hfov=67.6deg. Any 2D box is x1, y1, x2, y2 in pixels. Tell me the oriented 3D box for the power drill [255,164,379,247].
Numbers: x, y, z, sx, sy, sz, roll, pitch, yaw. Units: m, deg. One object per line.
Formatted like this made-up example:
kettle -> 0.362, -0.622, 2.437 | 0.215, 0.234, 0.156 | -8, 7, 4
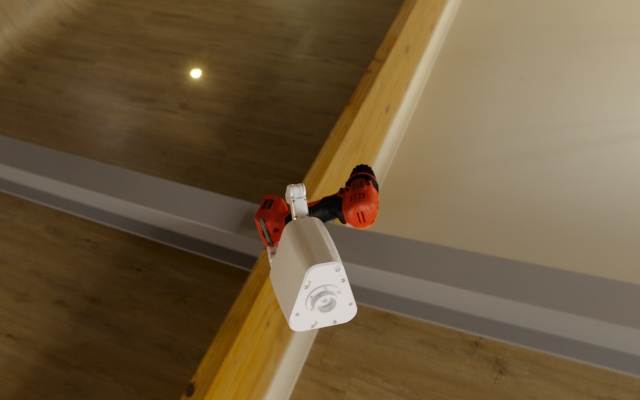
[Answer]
power drill -> 0.000, 0.003, 0.751 | 0.187, 0.057, 0.184 | -16, 19, 12
